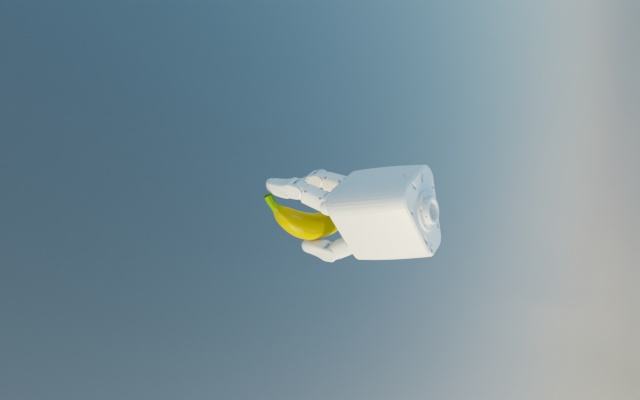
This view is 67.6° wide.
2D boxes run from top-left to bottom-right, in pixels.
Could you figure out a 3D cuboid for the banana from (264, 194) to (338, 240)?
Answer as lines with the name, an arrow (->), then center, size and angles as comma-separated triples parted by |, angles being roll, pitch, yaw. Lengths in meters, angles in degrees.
banana -> 0.000, 0.021, 0.702 | 0.037, 0.069, 0.198 | -7, -3, 37
